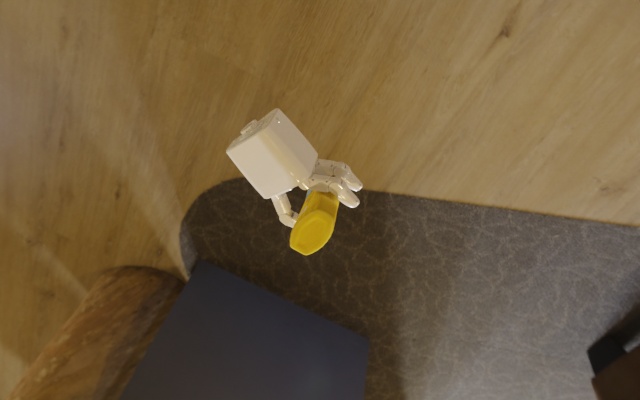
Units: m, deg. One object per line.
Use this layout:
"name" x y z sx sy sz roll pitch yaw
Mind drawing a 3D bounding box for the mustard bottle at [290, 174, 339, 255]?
"mustard bottle" 0.000 0.003 0.823 0.058 0.096 0.191 29 33 -8
